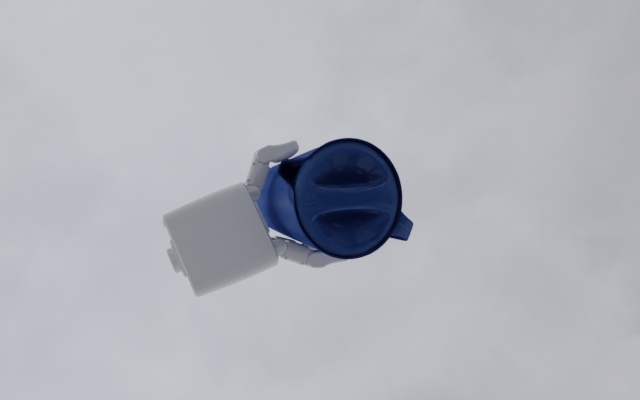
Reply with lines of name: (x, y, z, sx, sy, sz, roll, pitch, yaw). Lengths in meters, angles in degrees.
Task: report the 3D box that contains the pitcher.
pitcher: (0.000, 0.002, 0.631, 0.145, 0.149, 0.243, -24, 9, -19)
